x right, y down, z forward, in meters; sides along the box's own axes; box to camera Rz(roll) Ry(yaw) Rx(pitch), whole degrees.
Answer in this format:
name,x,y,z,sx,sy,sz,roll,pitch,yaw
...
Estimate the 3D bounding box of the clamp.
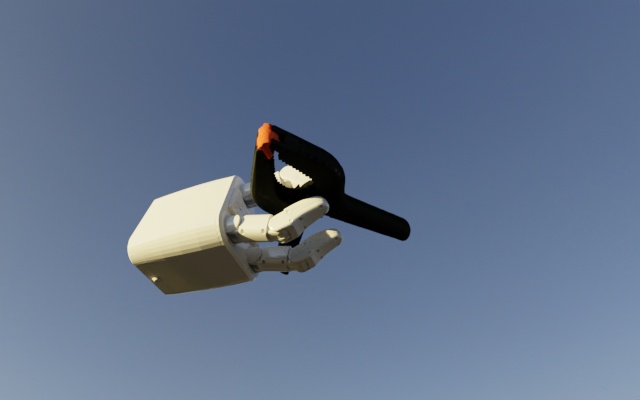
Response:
name,x,y,z,sx,sy,sz,roll,pitch,yaw
clamp,0.000,0.001,0.492,0.164,0.036,0.210,-14,-42,9
